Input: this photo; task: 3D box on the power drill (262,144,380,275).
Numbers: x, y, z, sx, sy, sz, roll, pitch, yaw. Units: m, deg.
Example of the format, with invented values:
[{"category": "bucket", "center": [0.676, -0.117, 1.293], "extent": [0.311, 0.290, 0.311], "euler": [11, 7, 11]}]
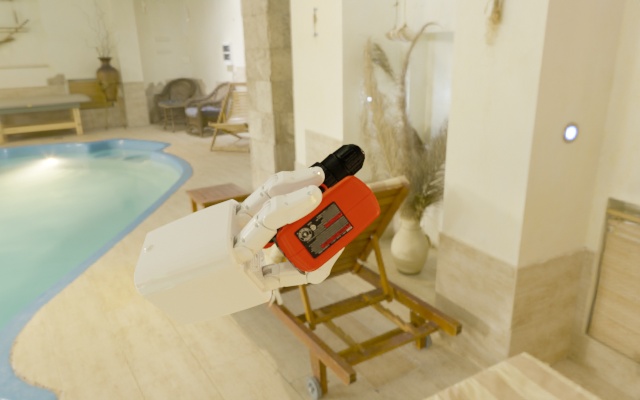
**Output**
[{"category": "power drill", "center": [0.000, 0.002, 0.549], "extent": [0.184, 0.057, 0.187], "euler": [-41, 14, -5]}]
